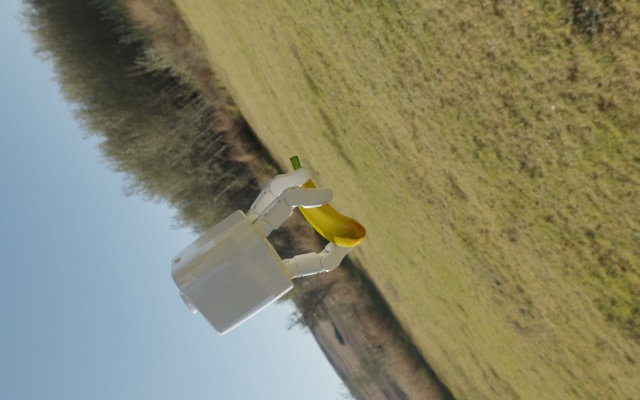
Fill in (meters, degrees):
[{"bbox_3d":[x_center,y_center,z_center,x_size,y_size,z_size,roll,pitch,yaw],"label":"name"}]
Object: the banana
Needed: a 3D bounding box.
[{"bbox_3d":[0.004,0.014,0.609,0.037,0.070,0.197,-30,40,-12],"label":"banana"}]
